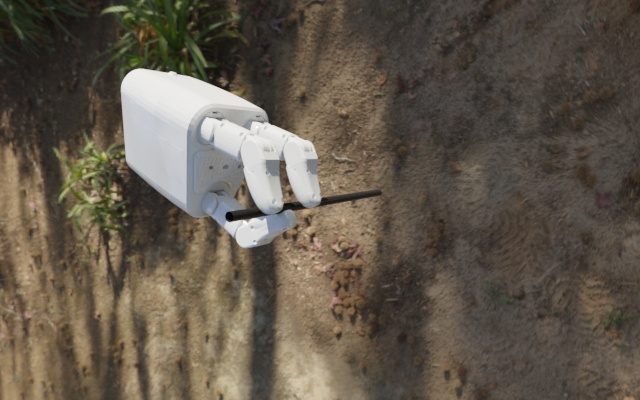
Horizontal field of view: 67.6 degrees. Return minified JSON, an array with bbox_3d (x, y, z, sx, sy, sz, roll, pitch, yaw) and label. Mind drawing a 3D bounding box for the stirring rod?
[{"bbox_3d":[0.000,0.001,0.446,0.011,0.011,0.239,0,5,34],"label":"stirring rod"}]
